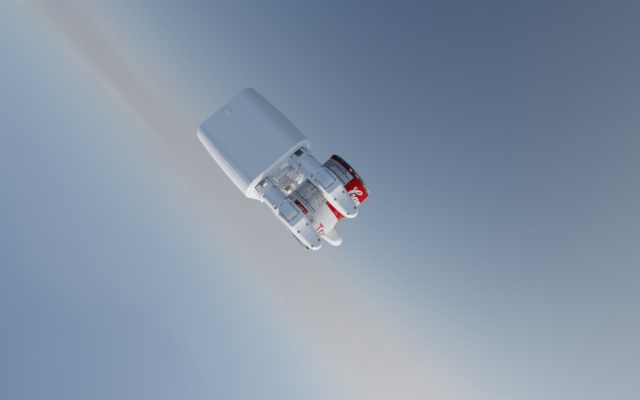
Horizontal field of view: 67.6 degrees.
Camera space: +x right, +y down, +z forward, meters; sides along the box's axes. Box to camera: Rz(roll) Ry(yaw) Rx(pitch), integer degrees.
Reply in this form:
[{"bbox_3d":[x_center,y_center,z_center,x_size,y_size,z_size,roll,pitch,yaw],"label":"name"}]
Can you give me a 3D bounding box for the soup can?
[{"bbox_3d":[0.000,0.002,0.581,0.102,0.068,0.068,-41,7,-8],"label":"soup can"}]
